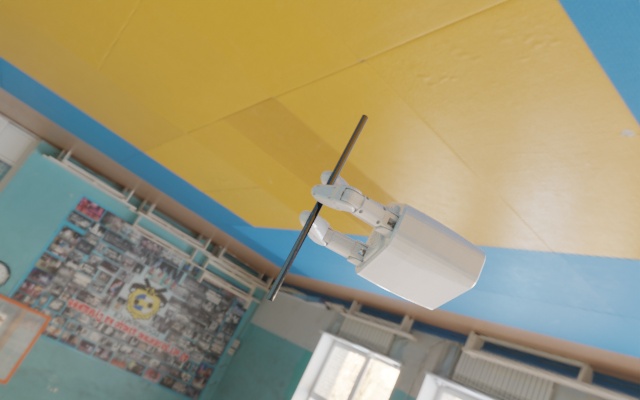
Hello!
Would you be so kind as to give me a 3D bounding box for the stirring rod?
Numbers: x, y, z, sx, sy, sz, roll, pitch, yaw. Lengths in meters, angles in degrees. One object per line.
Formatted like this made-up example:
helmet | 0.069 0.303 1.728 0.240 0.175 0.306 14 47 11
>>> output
stirring rod | 0.000 0.002 0.533 0.011 0.239 0.011 25 -18 9
